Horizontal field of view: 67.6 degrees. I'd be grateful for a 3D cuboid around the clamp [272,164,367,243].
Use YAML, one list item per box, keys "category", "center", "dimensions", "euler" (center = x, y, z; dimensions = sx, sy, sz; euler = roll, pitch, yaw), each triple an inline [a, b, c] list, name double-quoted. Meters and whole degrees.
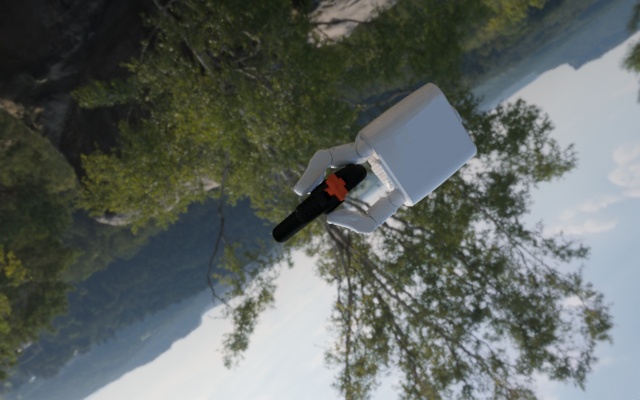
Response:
- category: "clamp"
  center: [0.001, 0.002, 0.599]
  dimensions: [0.164, 0.036, 0.210]
  euler: [-39, -1, -1]
